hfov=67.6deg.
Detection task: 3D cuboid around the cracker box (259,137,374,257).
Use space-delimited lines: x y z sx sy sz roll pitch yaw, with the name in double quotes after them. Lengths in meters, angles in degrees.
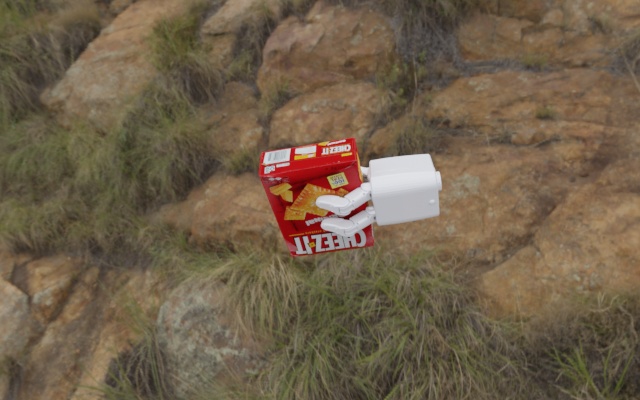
0.000 0.003 0.845 0.164 0.214 0.072 -8 43 9 "cracker box"
